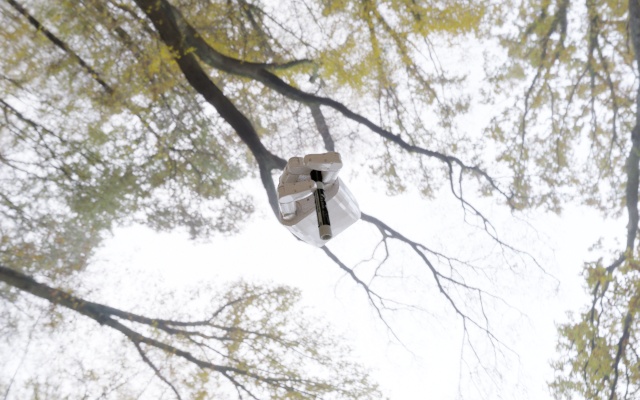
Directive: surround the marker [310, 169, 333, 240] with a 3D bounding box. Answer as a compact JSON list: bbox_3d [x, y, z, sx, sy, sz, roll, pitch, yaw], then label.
[{"bbox_3d":[0.000,0.002,0.706,0.020,0.121,0.020,-7,-33,-4],"label":"marker"}]
